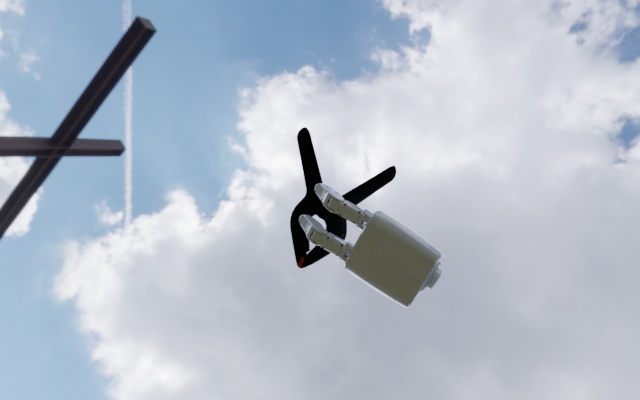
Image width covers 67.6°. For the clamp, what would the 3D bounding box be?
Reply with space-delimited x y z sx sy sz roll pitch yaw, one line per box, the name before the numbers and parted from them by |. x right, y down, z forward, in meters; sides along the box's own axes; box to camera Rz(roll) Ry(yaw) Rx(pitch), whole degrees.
clamp | 0.000 0.003 0.725 0.164 0.210 0.036 34 19 21
